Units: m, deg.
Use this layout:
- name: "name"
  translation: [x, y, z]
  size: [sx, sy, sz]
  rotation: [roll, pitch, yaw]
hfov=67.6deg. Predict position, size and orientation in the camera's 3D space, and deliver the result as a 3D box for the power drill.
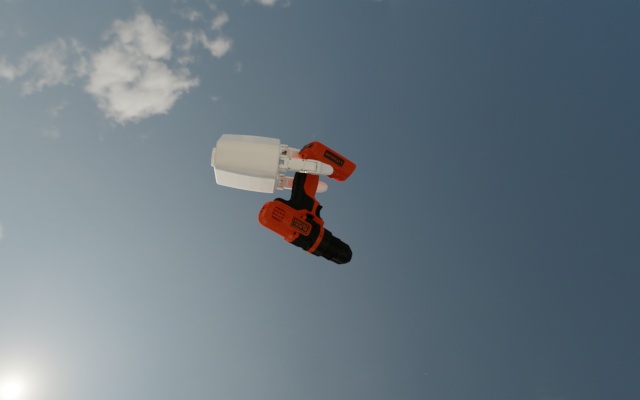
- name: "power drill"
  translation: [0.000, 0.002, 0.854]
  size: [0.184, 0.187, 0.057]
  rotation: [31, -27, -19]
